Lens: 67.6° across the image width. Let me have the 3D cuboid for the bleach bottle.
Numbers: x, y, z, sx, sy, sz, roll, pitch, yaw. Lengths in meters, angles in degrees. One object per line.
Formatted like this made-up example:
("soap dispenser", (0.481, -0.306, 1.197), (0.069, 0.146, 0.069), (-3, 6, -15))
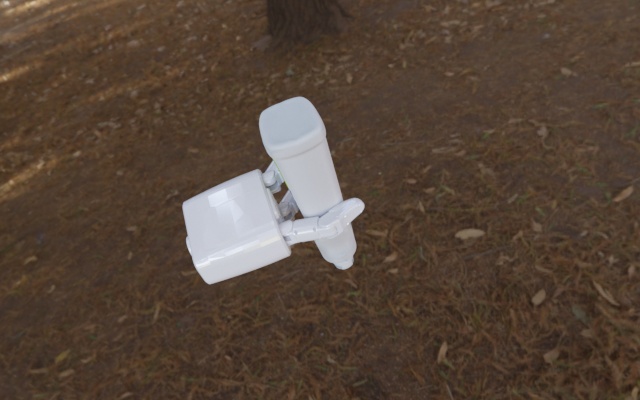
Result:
("bleach bottle", (0.000, 0.002, 0.598), (0.068, 0.251, 0.102), (-22, 39, 0))
